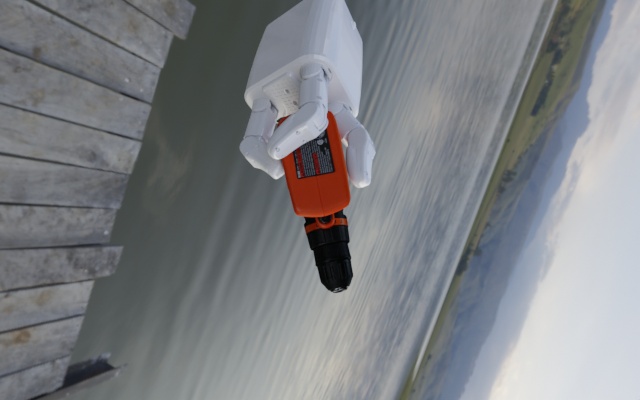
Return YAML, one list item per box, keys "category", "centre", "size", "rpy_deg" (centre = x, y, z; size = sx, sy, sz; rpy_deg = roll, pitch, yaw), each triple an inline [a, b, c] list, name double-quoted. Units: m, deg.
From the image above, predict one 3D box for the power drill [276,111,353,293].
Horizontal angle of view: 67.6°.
- category: "power drill"
  centre: [0.000, 0.001, 0.512]
  size: [0.057, 0.184, 0.188]
  rpy_deg: [-13, -16, -2]
